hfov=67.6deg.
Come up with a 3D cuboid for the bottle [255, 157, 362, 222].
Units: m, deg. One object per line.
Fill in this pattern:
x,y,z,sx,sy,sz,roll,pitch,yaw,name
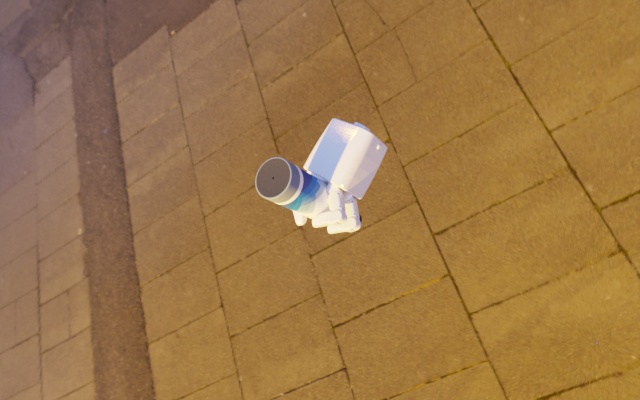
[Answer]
0.000,0.003,0.838,0.069,0.069,0.296,0,-14,30,bottle
